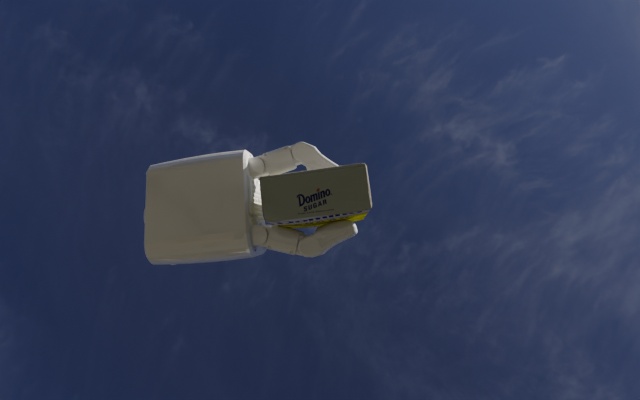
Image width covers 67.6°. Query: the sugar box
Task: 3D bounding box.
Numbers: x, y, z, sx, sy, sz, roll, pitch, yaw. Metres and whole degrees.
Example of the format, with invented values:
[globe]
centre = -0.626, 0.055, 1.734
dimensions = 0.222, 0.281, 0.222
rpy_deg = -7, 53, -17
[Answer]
[sugar box]
centre = 0.000, 0.002, 0.479
dimensions = 0.093, 0.048, 0.176
rpy_deg = -7, -3, 3
